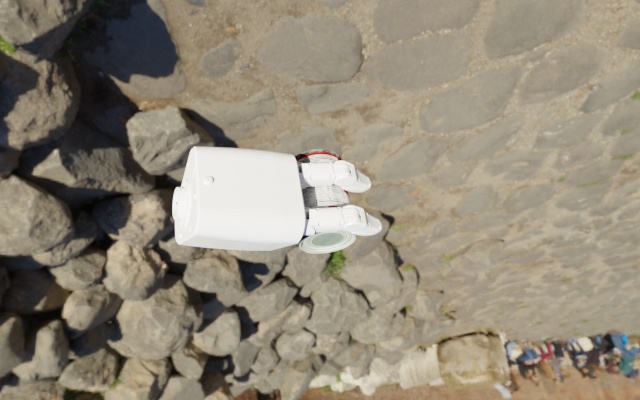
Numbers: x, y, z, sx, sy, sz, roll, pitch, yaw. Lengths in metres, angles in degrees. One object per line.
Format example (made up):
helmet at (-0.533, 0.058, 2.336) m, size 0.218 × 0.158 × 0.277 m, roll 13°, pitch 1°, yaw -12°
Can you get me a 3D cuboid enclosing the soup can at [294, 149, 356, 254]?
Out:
soup can at (0.000, 0.002, 0.549) m, size 0.068 × 0.102 × 0.068 m, roll -8°, pitch -26°, yaw -4°
